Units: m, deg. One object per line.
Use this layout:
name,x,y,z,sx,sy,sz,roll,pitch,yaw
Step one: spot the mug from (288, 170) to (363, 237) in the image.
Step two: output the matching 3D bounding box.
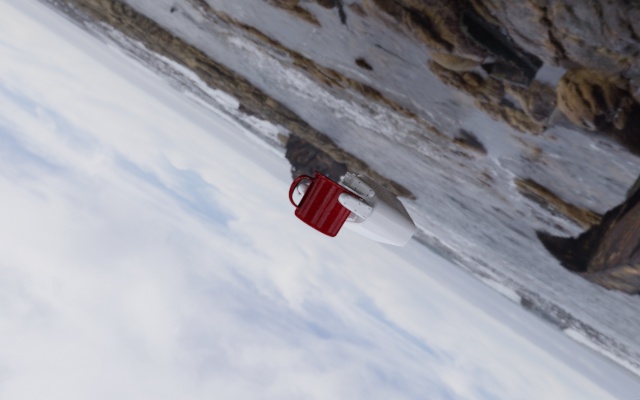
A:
mug,-0.001,0.002,0.782,0.117,0.081,0.093,29,3,-27
